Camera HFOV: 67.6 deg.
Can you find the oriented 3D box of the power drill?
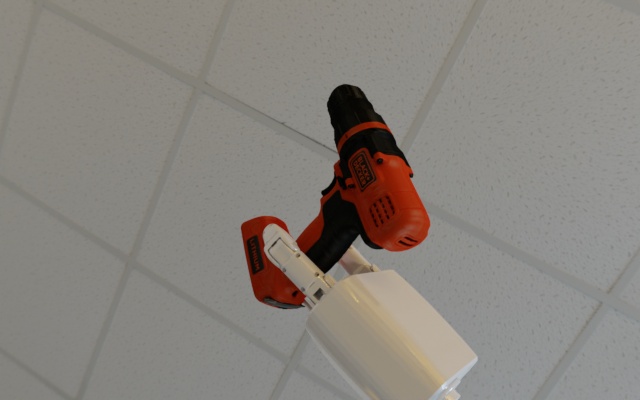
[{"bbox_3d":[0.000,0.002,0.453,0.057,0.184,0.188,20,-51,-38],"label":"power drill"}]
